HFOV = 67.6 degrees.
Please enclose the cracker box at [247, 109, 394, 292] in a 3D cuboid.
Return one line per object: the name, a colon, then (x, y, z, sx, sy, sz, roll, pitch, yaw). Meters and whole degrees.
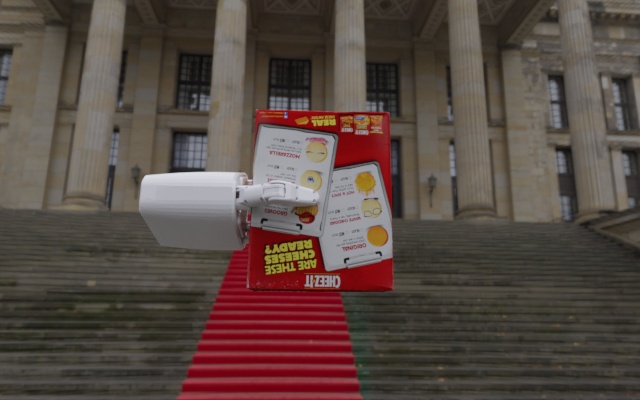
cracker box: (0.000, 0.002, 0.576, 0.164, 0.213, 0.072, 1, -13, -1)
